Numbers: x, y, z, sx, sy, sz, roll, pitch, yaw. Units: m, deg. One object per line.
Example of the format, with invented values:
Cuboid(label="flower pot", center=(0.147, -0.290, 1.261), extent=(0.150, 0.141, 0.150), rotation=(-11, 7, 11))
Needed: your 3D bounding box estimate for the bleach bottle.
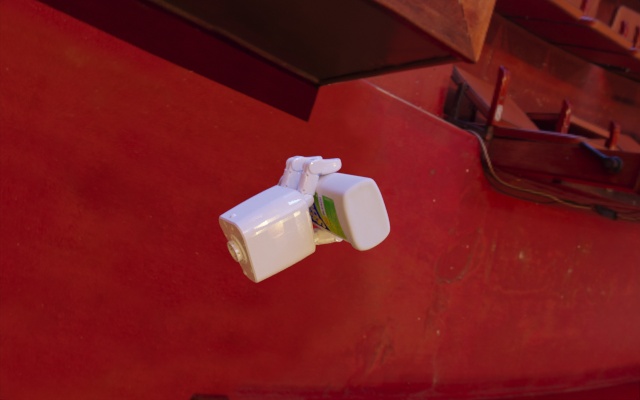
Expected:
Cuboid(label="bleach bottle", center=(0.000, 0.002, 0.761), extent=(0.068, 0.102, 0.251), rotation=(-28, 21, -25))
